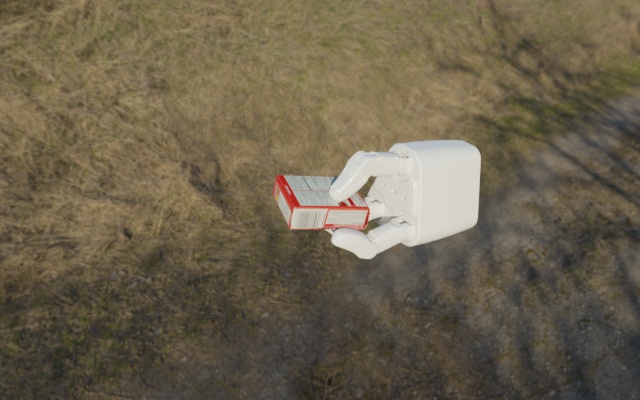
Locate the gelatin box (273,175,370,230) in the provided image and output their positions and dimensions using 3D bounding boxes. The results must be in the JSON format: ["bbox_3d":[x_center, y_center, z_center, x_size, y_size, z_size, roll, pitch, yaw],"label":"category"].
[{"bbox_3d":[0.000,0.001,0.522,0.089,0.030,0.073,1,30,-22],"label":"gelatin box"}]
